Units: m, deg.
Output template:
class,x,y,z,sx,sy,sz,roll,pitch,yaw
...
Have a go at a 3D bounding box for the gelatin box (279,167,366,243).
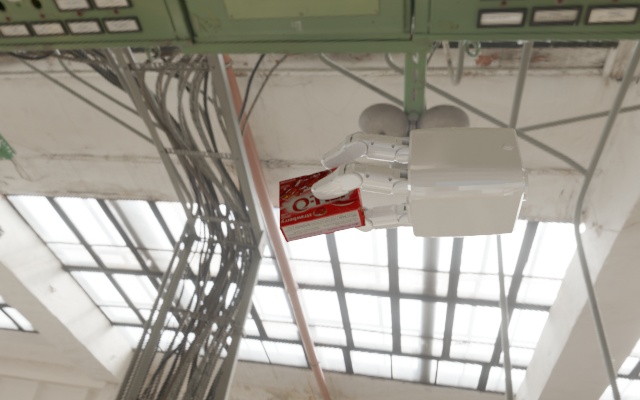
class,x,y,z,sx,sy,sz,roll,pitch,yaw
gelatin box,0.000,0.002,0.518,0.089,0.030,0.073,-13,43,7
